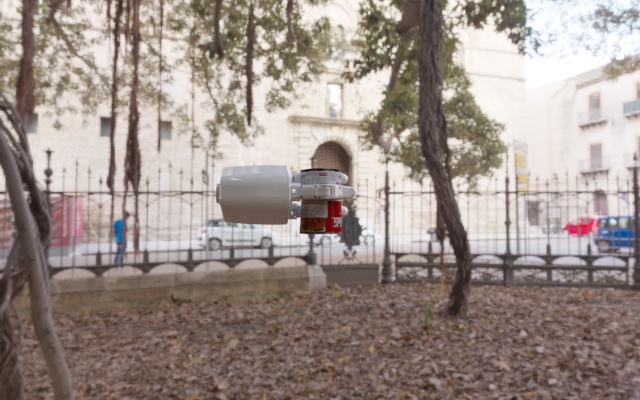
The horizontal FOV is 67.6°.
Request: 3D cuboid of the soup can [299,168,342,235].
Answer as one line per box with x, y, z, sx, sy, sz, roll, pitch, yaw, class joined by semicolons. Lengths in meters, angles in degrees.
0.001;0.002;0.762;0.068;0.102;0.068;0;-3;0;soup can
